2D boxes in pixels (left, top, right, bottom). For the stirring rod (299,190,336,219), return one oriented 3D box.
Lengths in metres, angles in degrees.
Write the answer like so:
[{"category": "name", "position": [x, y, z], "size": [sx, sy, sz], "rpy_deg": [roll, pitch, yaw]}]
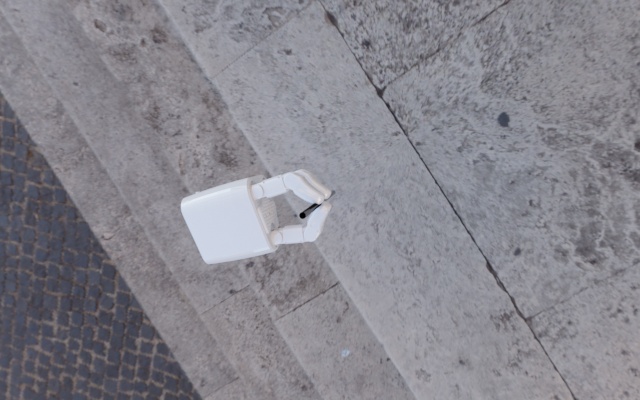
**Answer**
[{"category": "stirring rod", "position": [0.000, 0.002, 0.671], "size": [0.011, 0.011, 0.239], "rpy_deg": [0, 7, 10]}]
